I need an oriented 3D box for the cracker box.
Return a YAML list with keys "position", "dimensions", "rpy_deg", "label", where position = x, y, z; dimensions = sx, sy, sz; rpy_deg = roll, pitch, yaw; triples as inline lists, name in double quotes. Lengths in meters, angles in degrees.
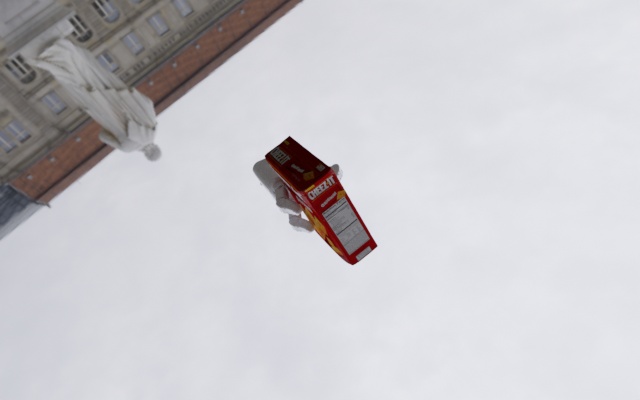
- position: [0.000, 0.003, 0.882]
  dimensions: [0.072, 0.214, 0.164]
  rpy_deg: [-39, 39, -7]
  label: "cracker box"
